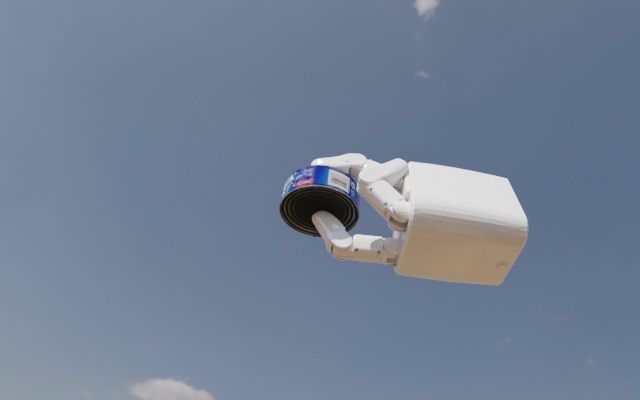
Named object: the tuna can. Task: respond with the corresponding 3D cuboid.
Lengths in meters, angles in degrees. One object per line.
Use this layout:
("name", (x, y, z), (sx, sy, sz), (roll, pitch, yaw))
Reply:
("tuna can", (0.000, 0.001, 0.521), (0.086, 0.033, 0.086), (4, -40, 4))
